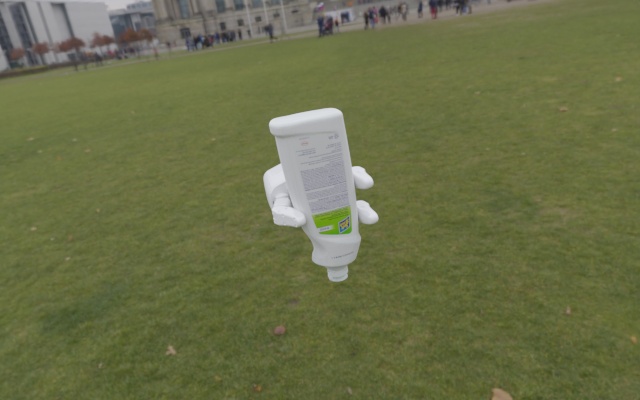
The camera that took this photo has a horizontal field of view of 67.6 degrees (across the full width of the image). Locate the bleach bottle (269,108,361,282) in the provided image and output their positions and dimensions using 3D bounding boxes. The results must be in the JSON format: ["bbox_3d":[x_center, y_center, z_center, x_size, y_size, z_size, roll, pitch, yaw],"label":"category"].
[{"bbox_3d":[0.000,0.002,0.682,0.102,0.251,0.068,-12,20,-8],"label":"bleach bottle"}]
